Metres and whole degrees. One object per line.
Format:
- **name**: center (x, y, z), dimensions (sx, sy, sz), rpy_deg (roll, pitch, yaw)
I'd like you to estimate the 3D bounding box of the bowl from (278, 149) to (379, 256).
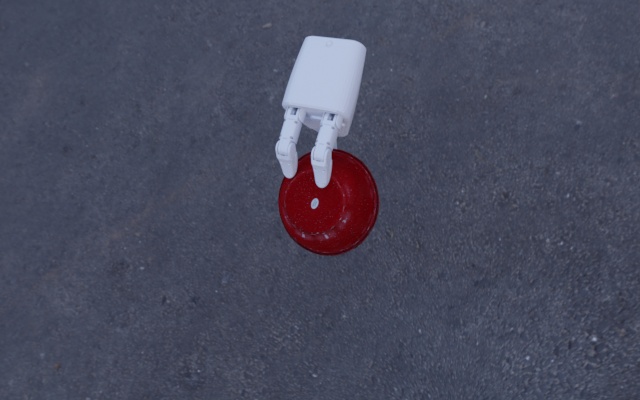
- **bowl**: center (0.000, 0.004, 0.691), dimensions (0.162, 0.162, 0.055), rpy_deg (0, 0, 22)
